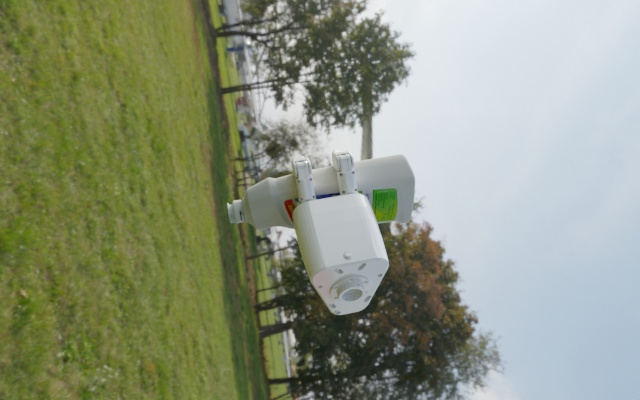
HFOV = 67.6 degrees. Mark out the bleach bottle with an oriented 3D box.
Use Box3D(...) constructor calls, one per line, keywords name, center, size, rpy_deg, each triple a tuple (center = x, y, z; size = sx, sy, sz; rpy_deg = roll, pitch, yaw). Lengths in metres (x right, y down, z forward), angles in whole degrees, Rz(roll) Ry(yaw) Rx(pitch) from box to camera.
Box3D(name="bleach bottle", center=(0.000, 0.002, 0.662), size=(0.251, 0.103, 0.068), rpy_deg=(-10, 46, -6))
